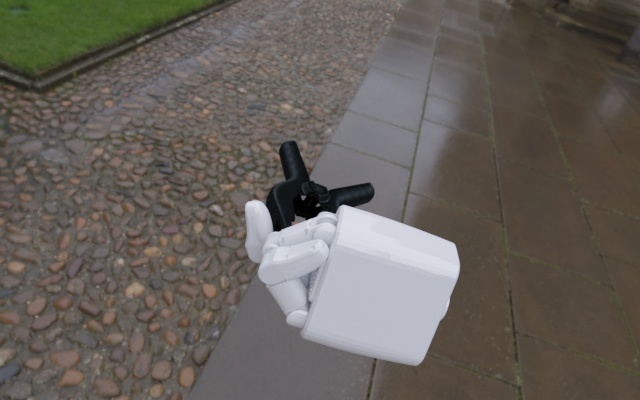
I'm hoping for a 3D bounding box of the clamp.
[{"bbox_3d":[0.000,0.001,0.495,0.120,0.039,0.171,19,35,-5],"label":"clamp"}]
